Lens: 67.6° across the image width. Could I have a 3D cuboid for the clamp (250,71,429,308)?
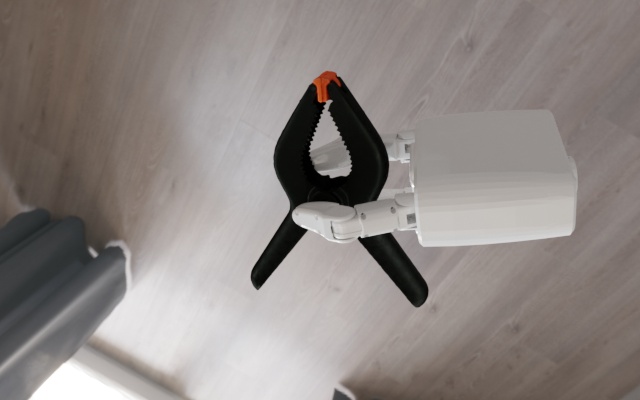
[{"bbox_3d":[0.000,0.001,0.403,0.164,0.210,0.036,-4,24,16],"label":"clamp"}]
